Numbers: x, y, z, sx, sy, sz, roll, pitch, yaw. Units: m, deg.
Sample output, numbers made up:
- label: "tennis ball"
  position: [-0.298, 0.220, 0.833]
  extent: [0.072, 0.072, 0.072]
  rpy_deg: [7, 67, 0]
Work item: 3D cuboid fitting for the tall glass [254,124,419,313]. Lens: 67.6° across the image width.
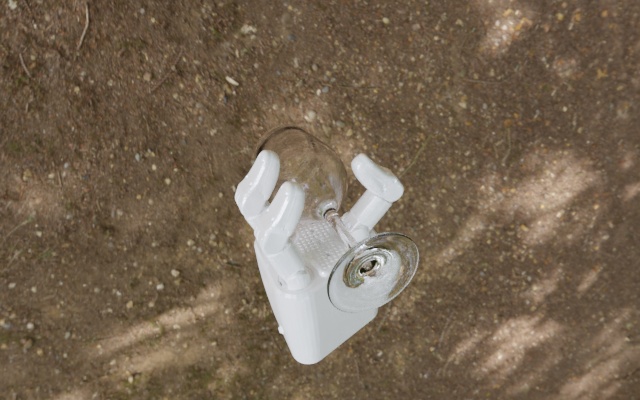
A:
- label: "tall glass"
  position: [0.000, 0.002, 0.418]
  extent: [0.079, 0.079, 0.201]
  rpy_deg: [0, 32, -28]
